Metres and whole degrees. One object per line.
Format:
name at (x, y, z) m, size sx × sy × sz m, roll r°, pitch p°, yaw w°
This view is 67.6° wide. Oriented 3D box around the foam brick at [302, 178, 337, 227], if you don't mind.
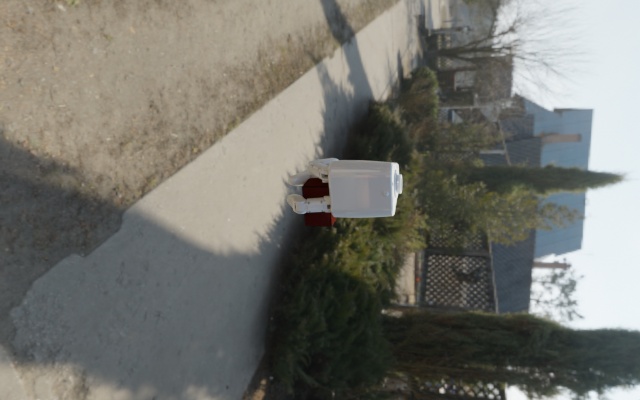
foam brick at (0.000, 0.003, 0.864) m, size 0.051 × 0.078 × 0.053 m, roll 1°, pitch 21°, yaw 14°
